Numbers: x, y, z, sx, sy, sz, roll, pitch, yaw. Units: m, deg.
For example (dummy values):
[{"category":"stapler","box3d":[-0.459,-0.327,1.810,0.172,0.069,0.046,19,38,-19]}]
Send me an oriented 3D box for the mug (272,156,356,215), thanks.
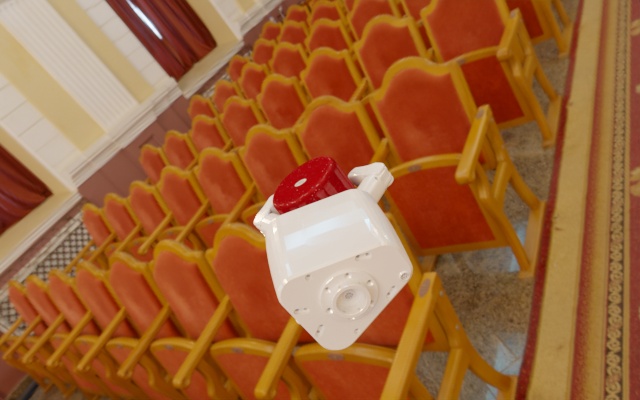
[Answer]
[{"category":"mug","box3d":[0.000,0.001,0.532,0.093,0.081,0.117,-36,25,5]}]
